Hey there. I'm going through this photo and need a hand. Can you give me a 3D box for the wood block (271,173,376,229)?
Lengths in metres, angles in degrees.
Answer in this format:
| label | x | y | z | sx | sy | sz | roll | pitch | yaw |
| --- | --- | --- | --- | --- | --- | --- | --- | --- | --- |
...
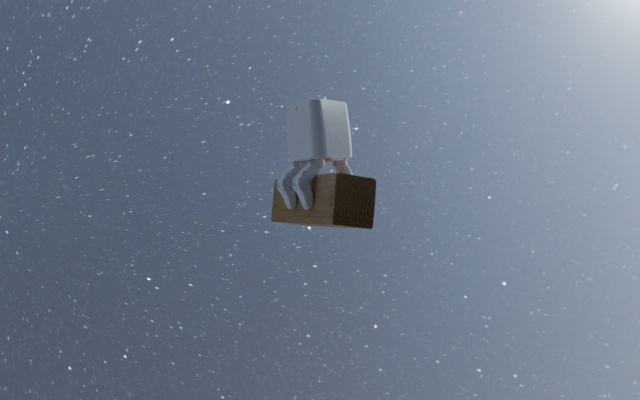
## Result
| label | x | y | z | sx | sy | sz | roll | pitch | yaw |
| --- | --- | --- | --- | --- | --- | --- | --- | --- | --- |
| wood block | 0.000 | 0.003 | 0.890 | 0.091 | 0.090 | 0.206 | 7 | -4 | -34 |
